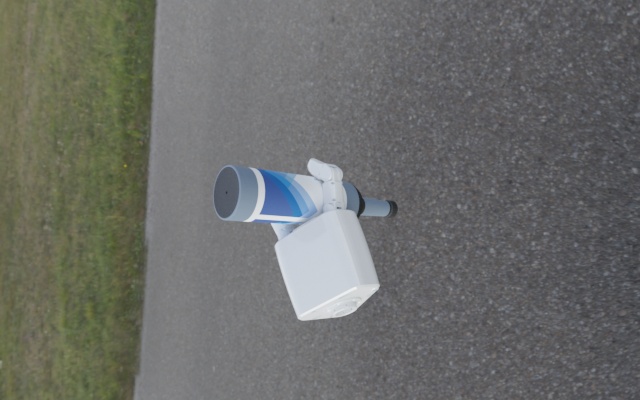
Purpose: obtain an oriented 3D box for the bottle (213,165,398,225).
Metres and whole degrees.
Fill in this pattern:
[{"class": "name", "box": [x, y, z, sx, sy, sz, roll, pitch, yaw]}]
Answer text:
[{"class": "bottle", "box": [0.000, 0.002, 0.662, 0.296, 0.069, 0.069, 6, -4, -40]}]
